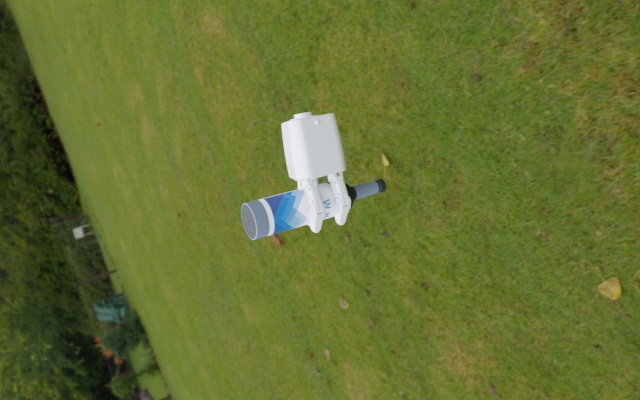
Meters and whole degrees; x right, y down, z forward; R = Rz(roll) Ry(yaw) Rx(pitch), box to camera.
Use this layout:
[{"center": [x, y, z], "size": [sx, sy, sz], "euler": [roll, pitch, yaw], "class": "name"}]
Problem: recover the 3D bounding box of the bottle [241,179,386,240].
[{"center": [0.000, 0.003, 0.899], "size": [0.295, 0.069, 0.069], "euler": [-15, 7, -28], "class": "bottle"}]
